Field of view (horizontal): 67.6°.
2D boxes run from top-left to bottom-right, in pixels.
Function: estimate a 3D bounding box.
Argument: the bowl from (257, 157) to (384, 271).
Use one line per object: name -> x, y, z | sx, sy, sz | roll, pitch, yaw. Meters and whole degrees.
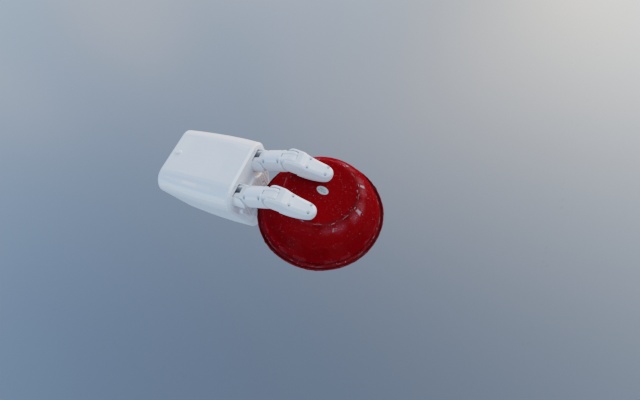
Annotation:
bowl -> 0.001, 0.002, 0.588 | 0.162, 0.162, 0.055 | 0, -29, -1
